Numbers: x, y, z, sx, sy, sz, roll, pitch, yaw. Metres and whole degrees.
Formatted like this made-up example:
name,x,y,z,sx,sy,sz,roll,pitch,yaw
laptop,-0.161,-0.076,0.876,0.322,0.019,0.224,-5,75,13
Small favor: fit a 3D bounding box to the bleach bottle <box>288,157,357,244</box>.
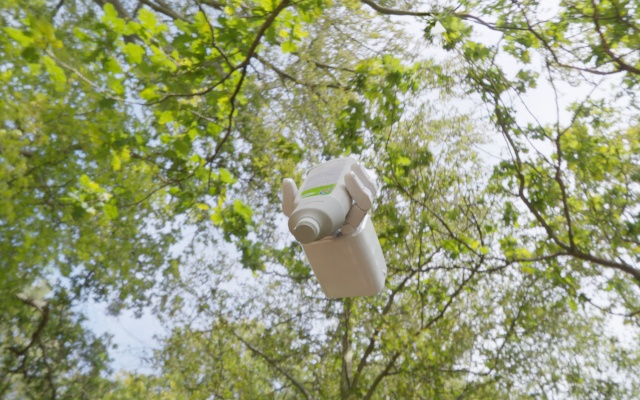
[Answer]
name,x,y,z,sx,sy,sz,roll,pitch,yaw
bleach bottle,0.000,0.002,0.720,0.102,0.068,0.250,-17,15,19
